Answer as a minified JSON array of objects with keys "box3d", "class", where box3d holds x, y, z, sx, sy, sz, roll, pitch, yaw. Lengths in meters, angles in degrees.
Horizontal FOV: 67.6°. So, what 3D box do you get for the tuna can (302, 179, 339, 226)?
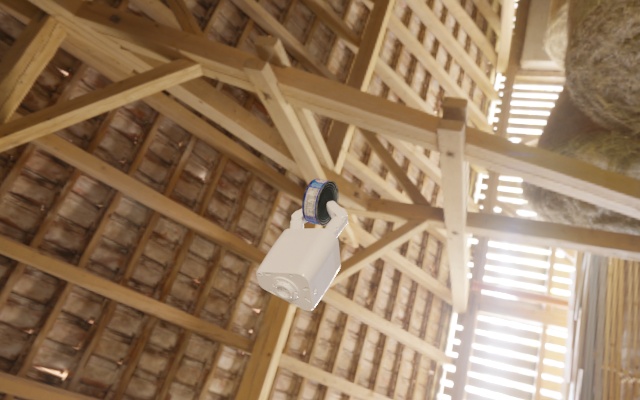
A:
[{"box3d":[0.000,0.003,0.890,0.034,0.086,0.086,12,5,27],"class":"tuna can"}]
